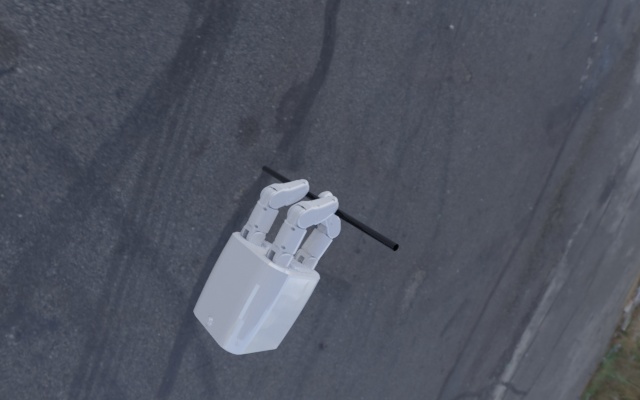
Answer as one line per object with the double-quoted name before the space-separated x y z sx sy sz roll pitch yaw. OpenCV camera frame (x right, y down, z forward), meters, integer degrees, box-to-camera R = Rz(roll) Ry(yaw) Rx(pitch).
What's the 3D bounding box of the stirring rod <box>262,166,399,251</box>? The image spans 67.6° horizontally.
"stirring rod" 0.000 0.002 0.554 0.011 0.011 0.239 0 22 -42
